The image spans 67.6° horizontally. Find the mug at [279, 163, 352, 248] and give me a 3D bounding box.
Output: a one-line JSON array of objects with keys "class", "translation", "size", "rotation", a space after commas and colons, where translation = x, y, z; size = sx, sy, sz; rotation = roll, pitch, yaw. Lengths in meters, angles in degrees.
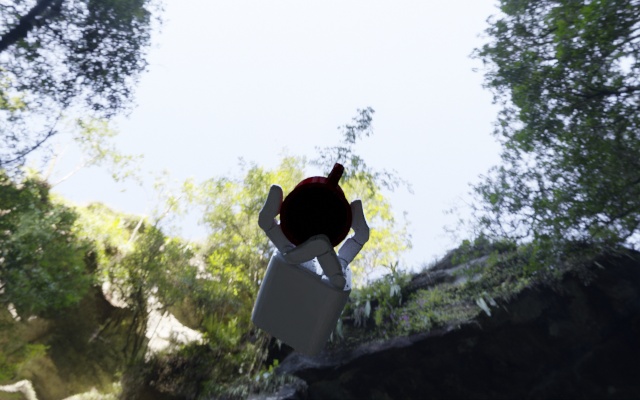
[{"class": "mug", "translation": [0.001, 0.001, 0.640], "size": [0.093, 0.117, 0.081], "rotation": [23, 14, -4]}]
